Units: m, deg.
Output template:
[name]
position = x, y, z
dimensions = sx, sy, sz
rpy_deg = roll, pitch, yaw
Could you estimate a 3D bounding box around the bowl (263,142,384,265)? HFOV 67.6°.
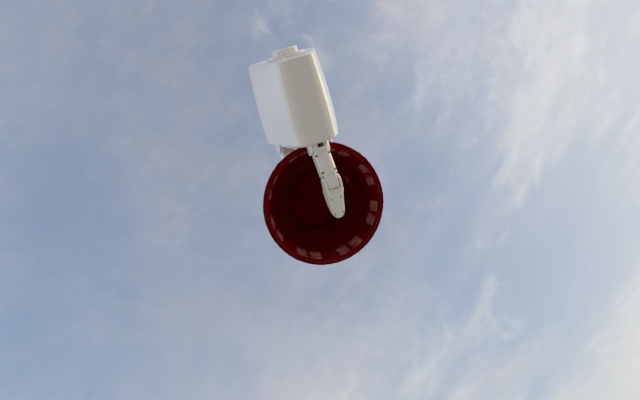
[bowl]
position = 0.000, 0.003, 0.643
dimensions = 0.162, 0.162, 0.055
rpy_deg = 0, 6, -14
